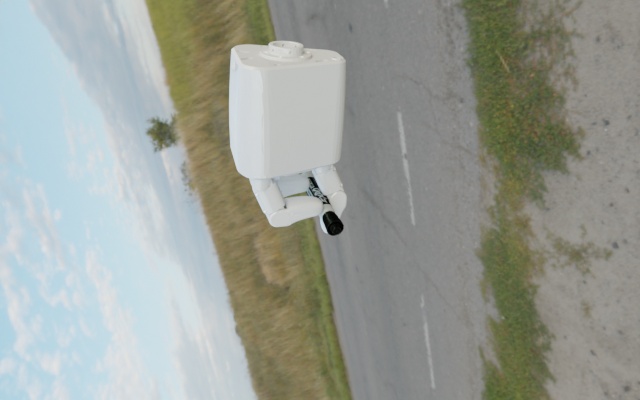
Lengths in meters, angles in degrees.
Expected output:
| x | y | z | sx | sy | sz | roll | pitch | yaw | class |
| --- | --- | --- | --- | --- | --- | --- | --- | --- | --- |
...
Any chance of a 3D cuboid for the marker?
| x | y | z | sx | sy | sz | roll | pitch | yaw | class |
| --- | --- | --- | --- | --- | --- | --- | --- | --- | --- |
| 0.000 | 0.002 | 0.536 | 0.020 | 0.020 | 0.121 | 0 | 29 | -19 | marker |
